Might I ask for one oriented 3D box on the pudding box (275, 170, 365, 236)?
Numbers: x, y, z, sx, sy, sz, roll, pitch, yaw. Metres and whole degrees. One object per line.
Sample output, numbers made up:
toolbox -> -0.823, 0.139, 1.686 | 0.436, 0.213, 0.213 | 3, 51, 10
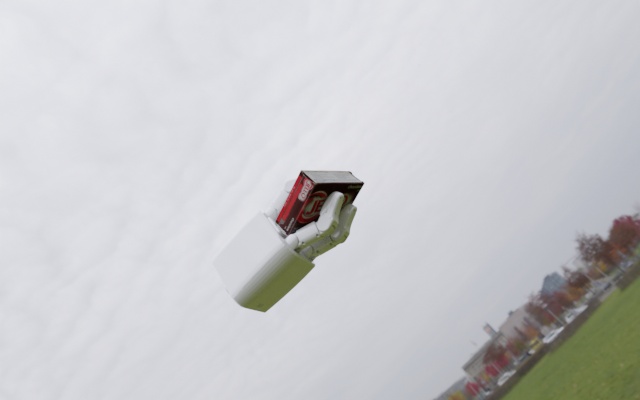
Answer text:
pudding box -> 0.000, 0.002, 0.682 | 0.039, 0.090, 0.113 | 44, 29, 28
